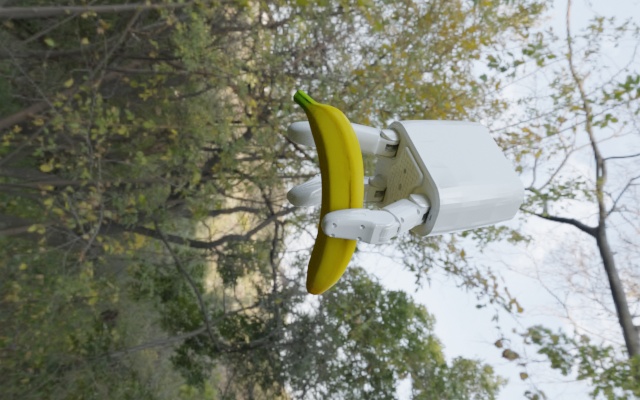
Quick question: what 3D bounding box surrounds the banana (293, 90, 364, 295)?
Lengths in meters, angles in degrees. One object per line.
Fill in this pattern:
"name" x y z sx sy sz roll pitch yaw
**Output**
"banana" 0.010 0.002 0.431 0.037 0.198 0.069 -10 16 -31
